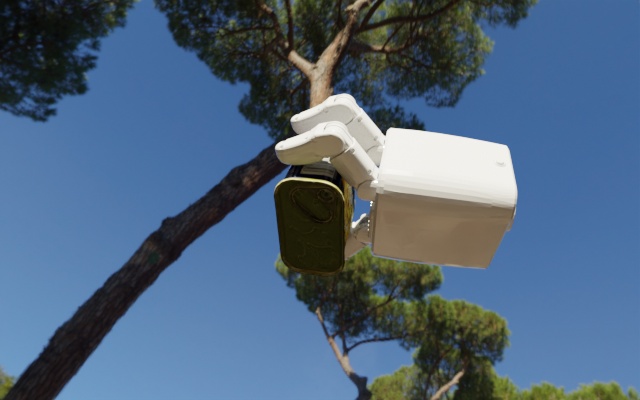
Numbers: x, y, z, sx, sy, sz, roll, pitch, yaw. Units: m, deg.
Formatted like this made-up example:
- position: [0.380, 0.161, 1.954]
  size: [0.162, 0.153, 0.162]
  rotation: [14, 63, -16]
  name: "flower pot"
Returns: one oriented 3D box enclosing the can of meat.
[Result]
- position: [0.000, 0.001, 0.427]
  size: [0.057, 0.102, 0.084]
  rotation: [5, 37, 11]
  name: "can of meat"
